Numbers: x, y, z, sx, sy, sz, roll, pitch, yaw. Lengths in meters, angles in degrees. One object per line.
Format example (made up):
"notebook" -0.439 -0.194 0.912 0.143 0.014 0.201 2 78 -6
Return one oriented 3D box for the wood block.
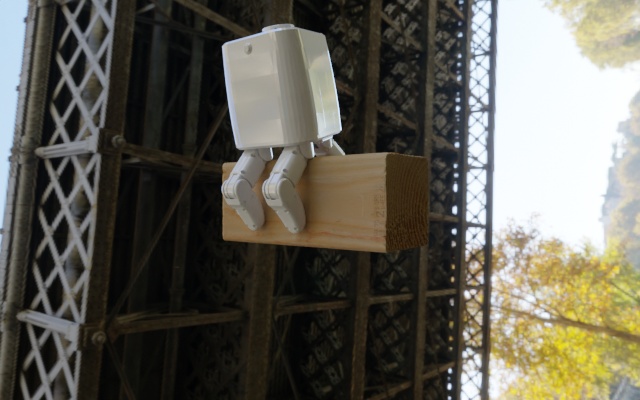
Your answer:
"wood block" 0.000 0.001 0.506 0.206 0.090 0.091 0 1 37
